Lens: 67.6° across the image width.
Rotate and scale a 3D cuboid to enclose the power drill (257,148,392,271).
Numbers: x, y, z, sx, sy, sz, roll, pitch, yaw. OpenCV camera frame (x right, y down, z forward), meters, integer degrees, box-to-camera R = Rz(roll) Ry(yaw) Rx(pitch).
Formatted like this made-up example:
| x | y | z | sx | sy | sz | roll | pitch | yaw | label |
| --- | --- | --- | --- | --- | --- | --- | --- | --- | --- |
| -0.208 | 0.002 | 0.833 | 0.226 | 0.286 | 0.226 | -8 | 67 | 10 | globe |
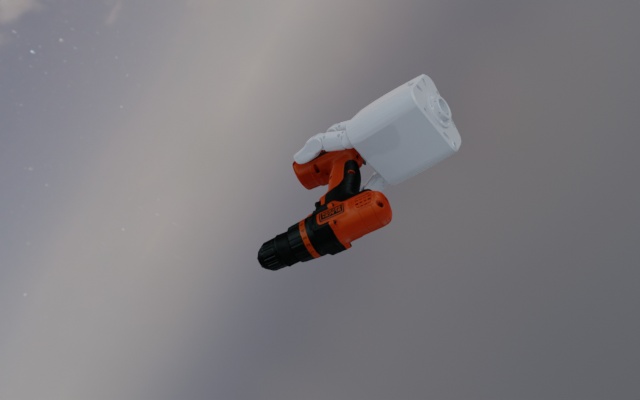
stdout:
| x | y | z | sx | sy | sz | roll | pitch | yaw | label |
| --- | --- | --- | --- | --- | --- | --- | --- | --- | --- |
| 0.000 | 0.002 | 0.652 | 0.184 | 0.057 | 0.187 | -23 | 36 | 15 | power drill |
